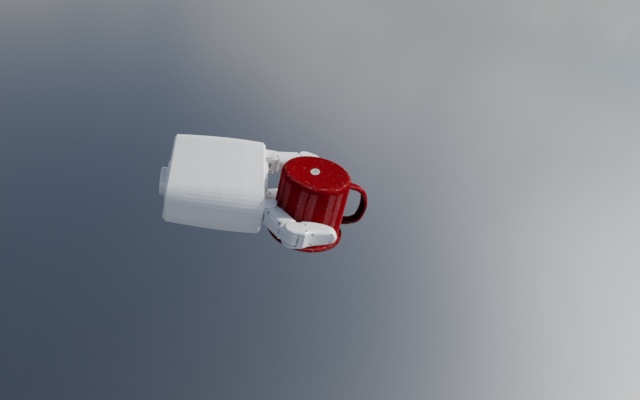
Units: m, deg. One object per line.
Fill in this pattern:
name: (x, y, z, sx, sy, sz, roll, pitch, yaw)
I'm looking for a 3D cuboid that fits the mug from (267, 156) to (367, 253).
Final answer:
mug: (0.002, 0.002, 0.565, 0.117, 0.081, 0.093, 5, 33, -14)
